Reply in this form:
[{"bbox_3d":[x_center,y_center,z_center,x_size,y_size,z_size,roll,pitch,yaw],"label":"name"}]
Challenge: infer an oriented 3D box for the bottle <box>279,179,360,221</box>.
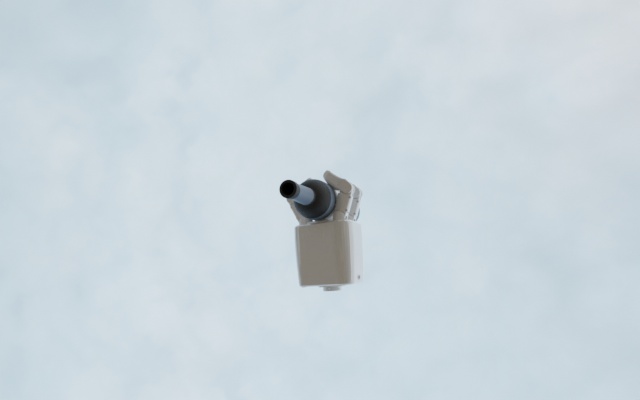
[{"bbox_3d":[0.000,0.003,0.818,0.069,0.069,0.296,0,-8,19],"label":"bottle"}]
